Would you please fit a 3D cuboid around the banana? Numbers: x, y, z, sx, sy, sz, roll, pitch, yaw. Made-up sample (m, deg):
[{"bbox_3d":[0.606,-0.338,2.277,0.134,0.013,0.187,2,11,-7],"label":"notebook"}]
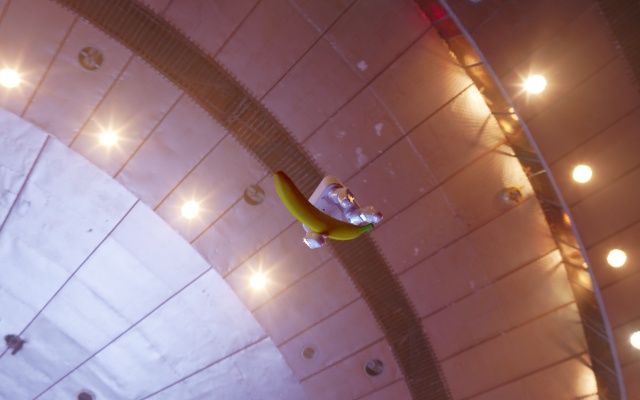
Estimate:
[{"bbox_3d":[-0.006,0.020,0.844,0.198,0.070,0.037,29,16,-9],"label":"banana"}]
